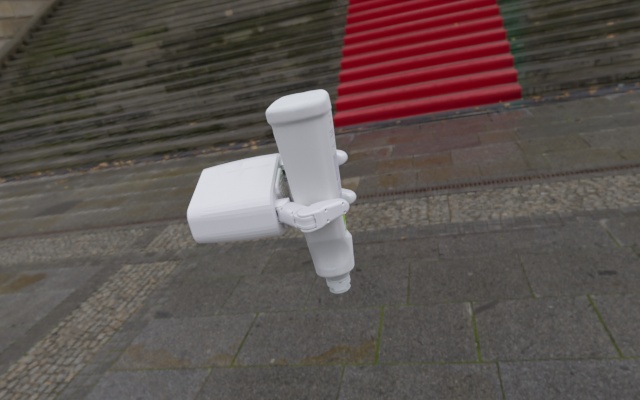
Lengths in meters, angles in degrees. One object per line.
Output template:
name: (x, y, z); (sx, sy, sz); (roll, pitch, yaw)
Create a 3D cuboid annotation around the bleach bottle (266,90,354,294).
bleach bottle: (0.000, 0.002, 0.572); (0.068, 0.251, 0.102); (-9, 20, 9)
